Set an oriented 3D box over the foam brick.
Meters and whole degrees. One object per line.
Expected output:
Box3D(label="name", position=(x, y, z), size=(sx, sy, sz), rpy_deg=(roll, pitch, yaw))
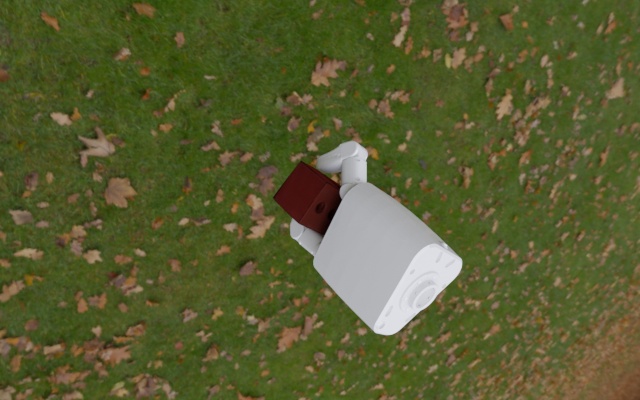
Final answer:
Box3D(label="foam brick", position=(0.000, 0.002, 0.520), size=(0.078, 0.053, 0.051), rpy_deg=(27, 12, -48))
